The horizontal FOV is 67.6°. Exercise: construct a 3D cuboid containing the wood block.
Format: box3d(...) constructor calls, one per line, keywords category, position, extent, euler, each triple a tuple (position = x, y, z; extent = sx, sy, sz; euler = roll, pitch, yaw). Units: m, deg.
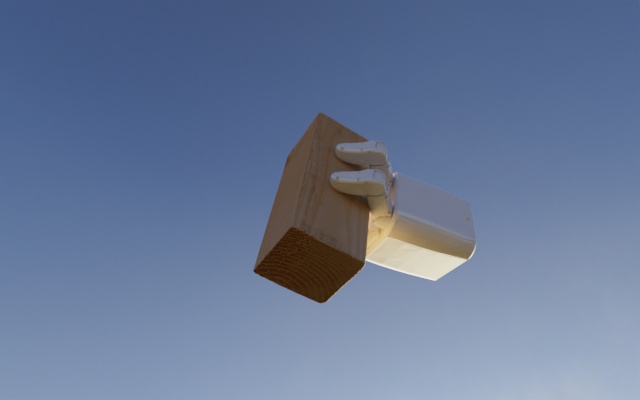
box3d(category="wood block", position=(0.000, 0.002, 0.565), extent=(0.090, 0.206, 0.091), euler=(28, -50, -15))
